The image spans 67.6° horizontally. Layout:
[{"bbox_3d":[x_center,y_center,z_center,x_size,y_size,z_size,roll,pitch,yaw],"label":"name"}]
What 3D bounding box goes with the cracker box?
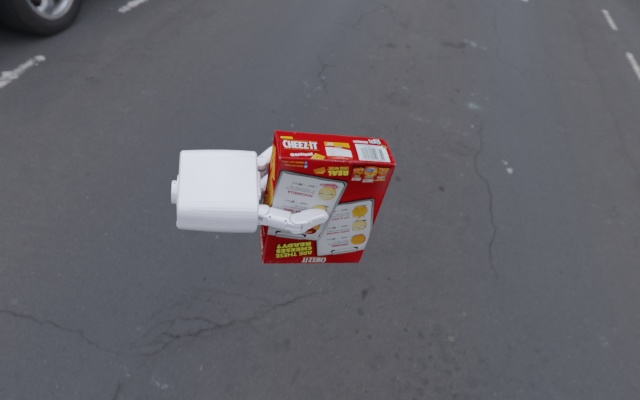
[{"bbox_3d":[0.000,0.002,0.718,0.164,0.214,0.072,2,44,-14],"label":"cracker box"}]
